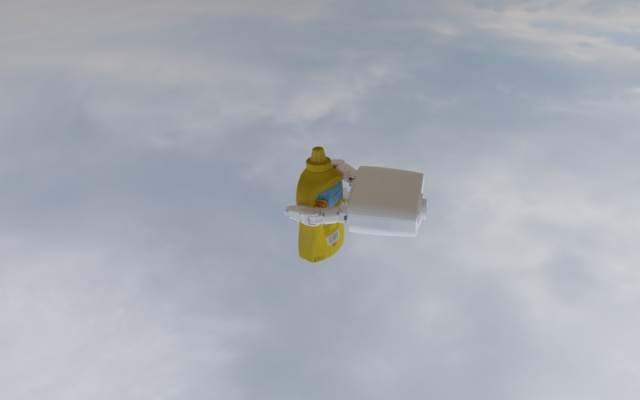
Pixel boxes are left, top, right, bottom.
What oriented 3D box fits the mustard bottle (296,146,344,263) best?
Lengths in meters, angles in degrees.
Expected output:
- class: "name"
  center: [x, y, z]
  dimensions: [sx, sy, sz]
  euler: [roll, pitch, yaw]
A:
- class: "mustard bottle"
  center: [0.000, 0.003, 0.790]
  dimensions: [0.058, 0.192, 0.096]
  euler: [20, 36, 35]
